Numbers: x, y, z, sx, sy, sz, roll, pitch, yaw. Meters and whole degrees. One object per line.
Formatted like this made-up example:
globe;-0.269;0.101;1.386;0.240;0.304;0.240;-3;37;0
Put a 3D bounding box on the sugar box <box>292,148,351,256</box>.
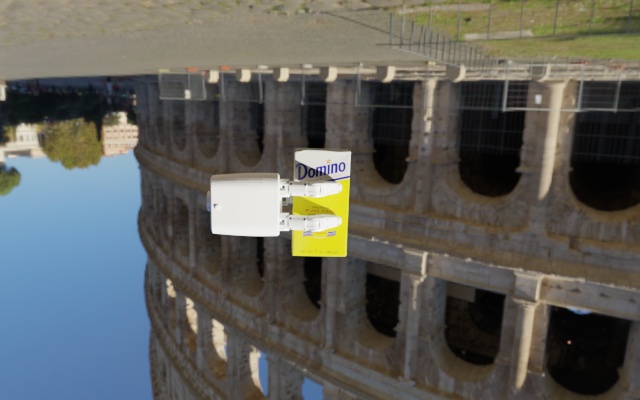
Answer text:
sugar box;0.000;0.003;0.793;0.093;0.176;0.048;1;12;-3
